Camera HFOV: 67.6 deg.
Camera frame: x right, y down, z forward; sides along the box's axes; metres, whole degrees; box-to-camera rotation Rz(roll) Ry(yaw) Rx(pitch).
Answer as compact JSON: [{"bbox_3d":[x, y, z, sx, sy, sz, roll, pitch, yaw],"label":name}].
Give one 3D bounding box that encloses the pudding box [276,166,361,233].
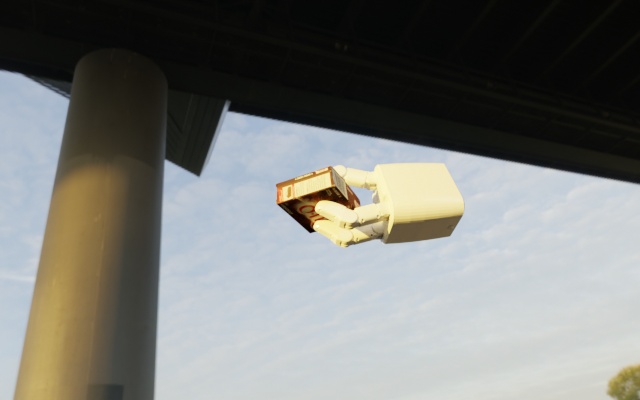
[{"bbox_3d":[0.000,0.002,0.691,0.090,0.039,0.113,-18,-34,18],"label":"pudding box"}]
